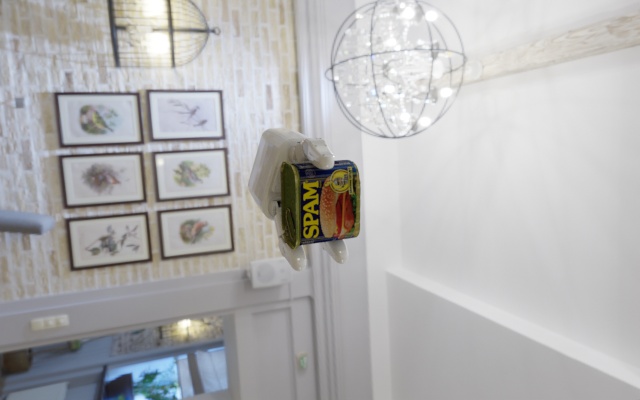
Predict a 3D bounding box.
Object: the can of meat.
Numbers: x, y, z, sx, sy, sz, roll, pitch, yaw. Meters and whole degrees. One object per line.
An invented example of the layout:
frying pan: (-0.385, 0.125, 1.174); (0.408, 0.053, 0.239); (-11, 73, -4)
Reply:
can of meat: (0.000, 0.002, 0.577); (0.084, 0.102, 0.057); (-6, 17, -21)
